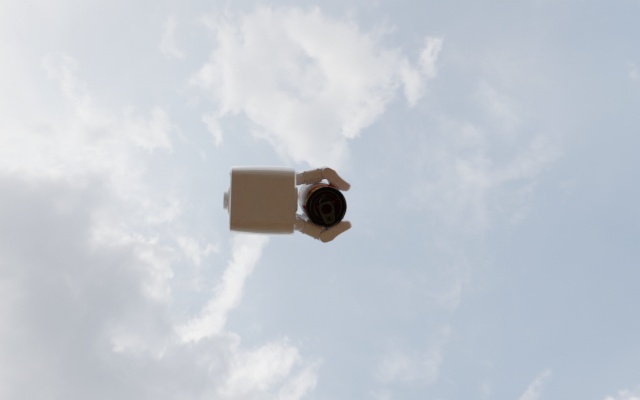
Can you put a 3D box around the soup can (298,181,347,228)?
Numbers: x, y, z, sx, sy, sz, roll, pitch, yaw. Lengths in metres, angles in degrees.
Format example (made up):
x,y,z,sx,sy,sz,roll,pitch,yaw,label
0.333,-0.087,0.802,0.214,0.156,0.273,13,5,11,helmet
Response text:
x,y,z,sx,sy,sz,roll,pitch,yaw,label
0.001,0.002,0.812,0.068,0.068,0.102,0,10,-11,soup can
